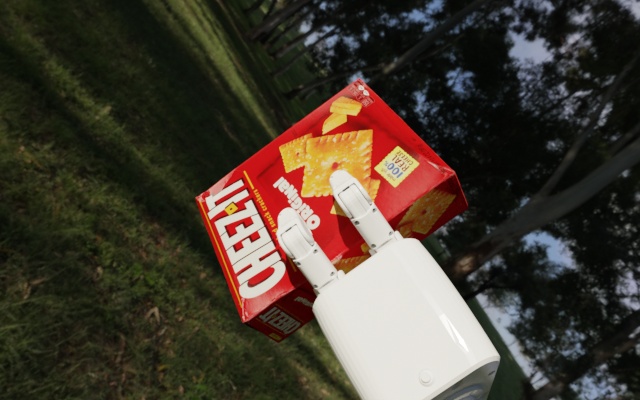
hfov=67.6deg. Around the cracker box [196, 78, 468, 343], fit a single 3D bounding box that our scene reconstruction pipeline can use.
[{"bbox_3d":[0.000,0.001,0.455,0.214,0.164,0.072,-35,-40,4],"label":"cracker box"}]
